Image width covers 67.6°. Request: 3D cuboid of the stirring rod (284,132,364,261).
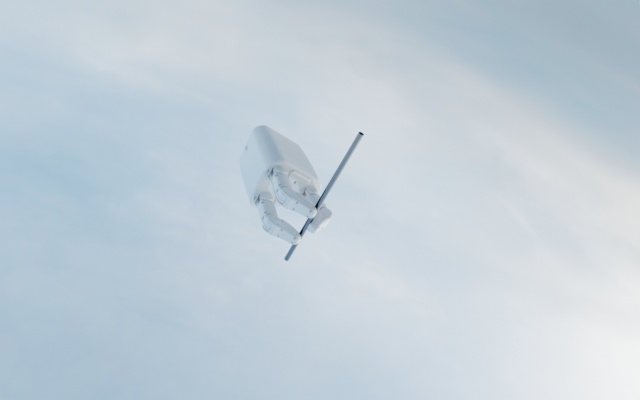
[{"bbox_3d":[0.000,0.002,0.680,0.011,0.240,0.011,22,32,-14],"label":"stirring rod"}]
